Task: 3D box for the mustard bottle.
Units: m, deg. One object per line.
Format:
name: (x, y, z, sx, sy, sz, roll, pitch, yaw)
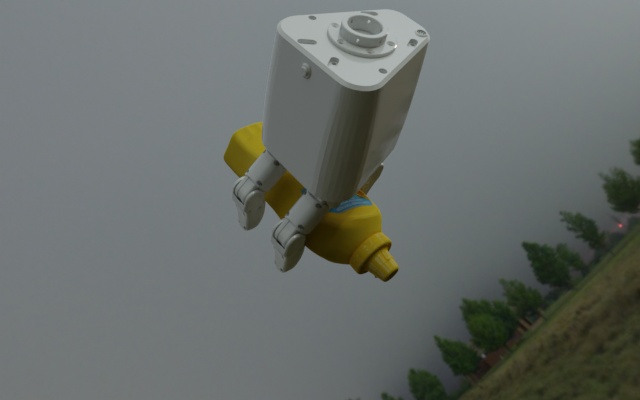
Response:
mustard bottle: (0.000, 0.002, 0.446, 0.191, 0.058, 0.096, 45, 30, 25)
